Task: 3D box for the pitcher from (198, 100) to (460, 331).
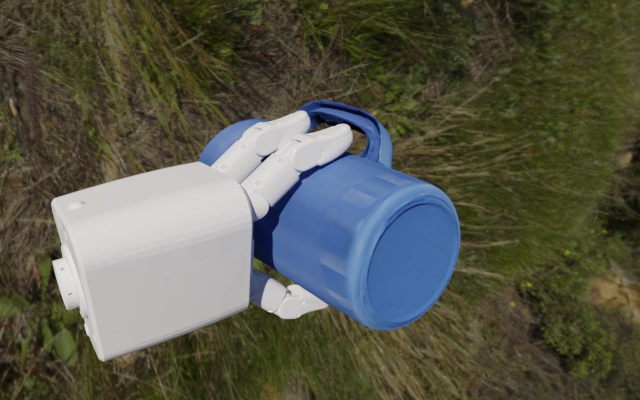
[{"bbox_3d":[0.000,0.001,0.416,0.145,0.149,0.242,-15,24,-32],"label":"pitcher"}]
